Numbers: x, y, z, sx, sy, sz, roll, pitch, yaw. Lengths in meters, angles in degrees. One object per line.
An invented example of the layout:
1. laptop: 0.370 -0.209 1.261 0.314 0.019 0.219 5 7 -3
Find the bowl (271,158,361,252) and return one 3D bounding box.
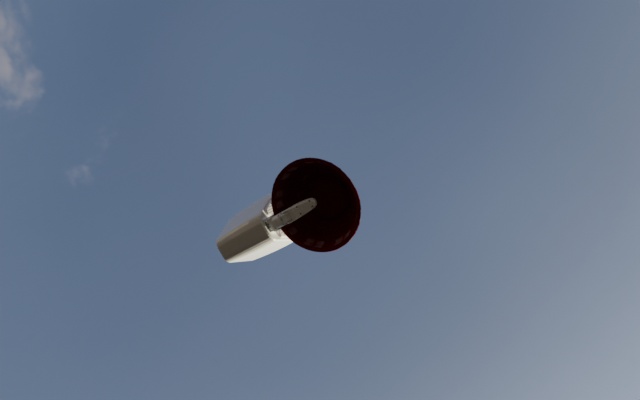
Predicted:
1. bowl: 0.001 0.002 0.802 0.162 0.162 0.055 0 16 25
